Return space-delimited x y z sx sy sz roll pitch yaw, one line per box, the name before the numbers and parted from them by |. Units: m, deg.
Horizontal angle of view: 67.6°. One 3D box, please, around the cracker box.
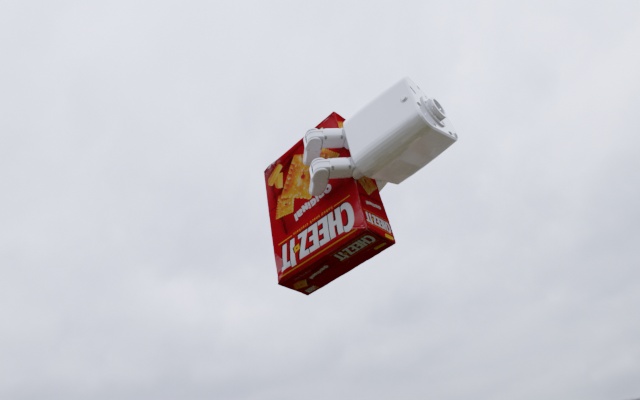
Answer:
cracker box | 0.000 0.002 0.691 0.164 0.213 0.072 -36 -43 28
